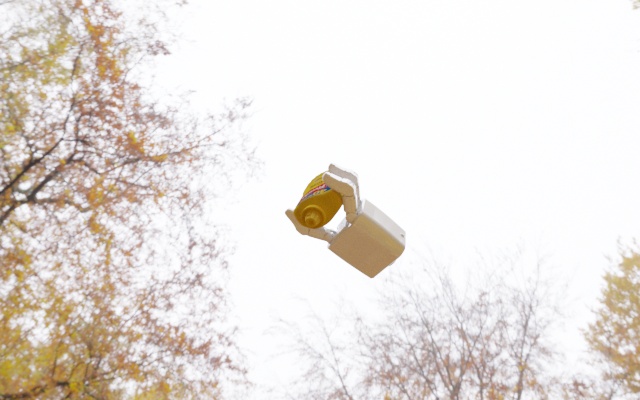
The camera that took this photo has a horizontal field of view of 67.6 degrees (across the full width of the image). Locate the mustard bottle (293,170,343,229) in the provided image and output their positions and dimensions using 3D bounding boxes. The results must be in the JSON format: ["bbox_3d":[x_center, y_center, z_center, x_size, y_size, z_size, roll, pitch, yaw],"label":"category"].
[{"bbox_3d":[0.000,0.002,0.866,0.096,0.058,0.191,-25,16,19],"label":"mustard bottle"}]
